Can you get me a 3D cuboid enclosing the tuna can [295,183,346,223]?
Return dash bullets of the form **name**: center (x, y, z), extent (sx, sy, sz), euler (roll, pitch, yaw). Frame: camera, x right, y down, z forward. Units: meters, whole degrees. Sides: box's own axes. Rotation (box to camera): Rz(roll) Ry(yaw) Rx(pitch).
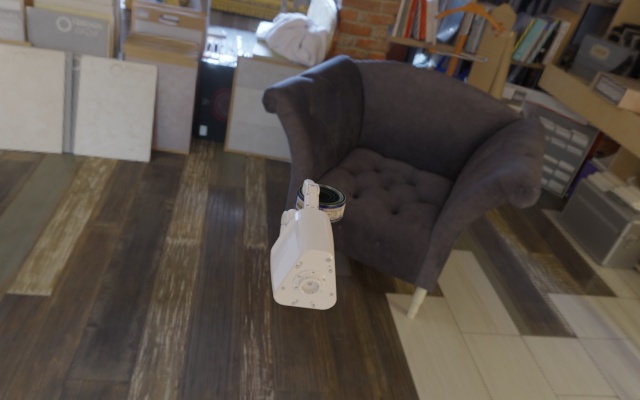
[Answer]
- **tuna can**: center (0.000, 0.002, 0.819), extent (0.086, 0.034, 0.086), euler (9, 27, -5)
